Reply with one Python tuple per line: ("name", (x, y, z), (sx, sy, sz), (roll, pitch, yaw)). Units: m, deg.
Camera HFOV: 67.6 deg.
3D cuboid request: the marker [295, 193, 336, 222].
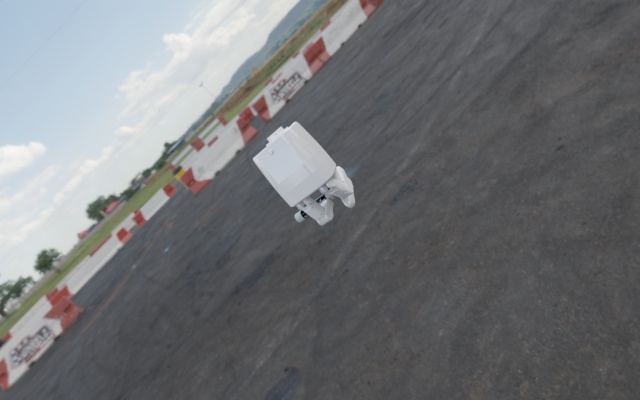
("marker", (0.000, 0.003, 0.878), (0.121, 0.020, 0.020), (-36, -19, 29))
